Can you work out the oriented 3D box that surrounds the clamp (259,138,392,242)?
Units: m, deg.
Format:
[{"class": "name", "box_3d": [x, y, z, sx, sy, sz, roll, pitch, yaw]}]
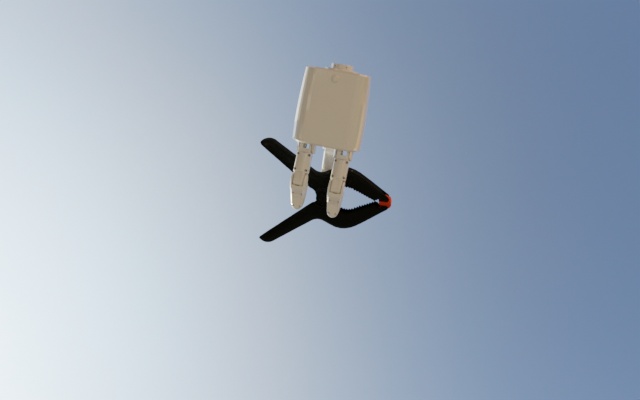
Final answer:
[{"class": "clamp", "box_3d": [0.001, 0.002, 0.728, 0.210, 0.164, 0.036, 12, 17, 8]}]
